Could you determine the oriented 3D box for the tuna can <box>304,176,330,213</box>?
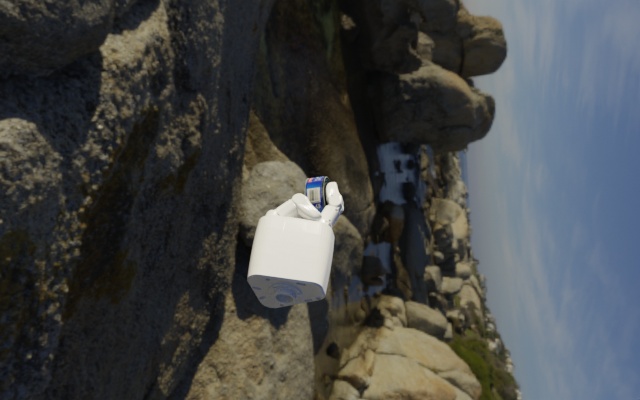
[{"bbox_3d":[0.001,0.003,0.804,0.034,0.086,0.086,-8,-2,14],"label":"tuna can"}]
